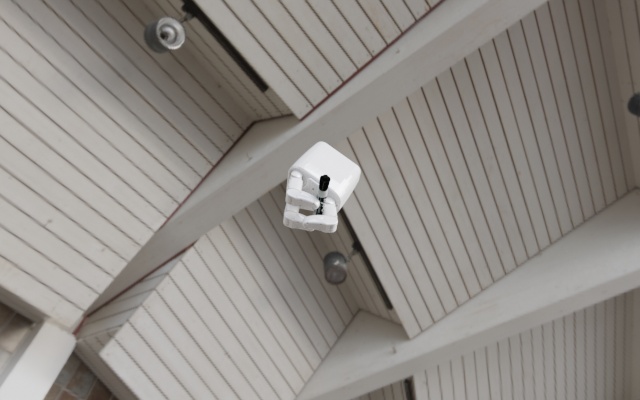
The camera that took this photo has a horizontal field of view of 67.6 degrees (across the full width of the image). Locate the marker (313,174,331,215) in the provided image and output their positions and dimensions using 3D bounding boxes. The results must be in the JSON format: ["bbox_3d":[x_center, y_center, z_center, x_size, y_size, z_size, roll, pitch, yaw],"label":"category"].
[{"bbox_3d":[0.000,0.003,0.833,0.020,0.121,0.020,6,43,-5],"label":"marker"}]
